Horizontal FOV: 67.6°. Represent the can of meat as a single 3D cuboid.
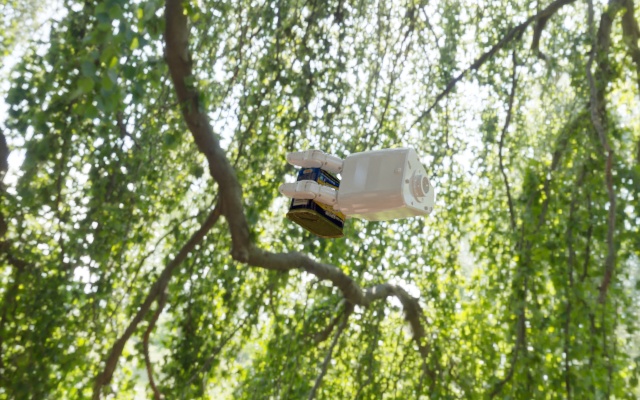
[{"bbox_3d":[0.000,0.002,0.759,0.057,0.084,0.102,-9,-31,40],"label":"can of meat"}]
